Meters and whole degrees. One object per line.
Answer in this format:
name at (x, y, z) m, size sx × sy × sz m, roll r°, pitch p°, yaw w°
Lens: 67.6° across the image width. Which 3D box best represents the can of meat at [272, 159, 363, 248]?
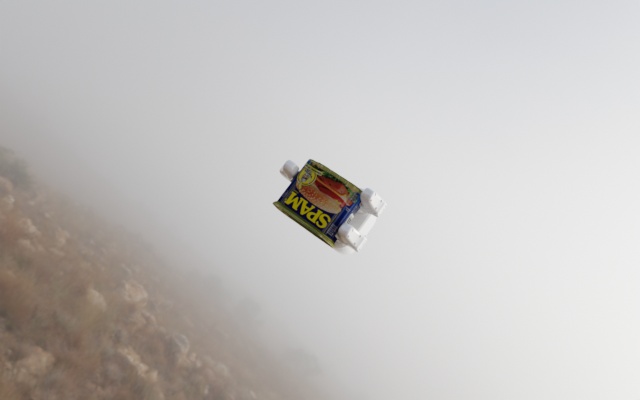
can of meat at (0.000, 0.002, 0.660) m, size 0.102 × 0.084 × 0.057 m, roll 34°, pitch -7°, yaw 19°
